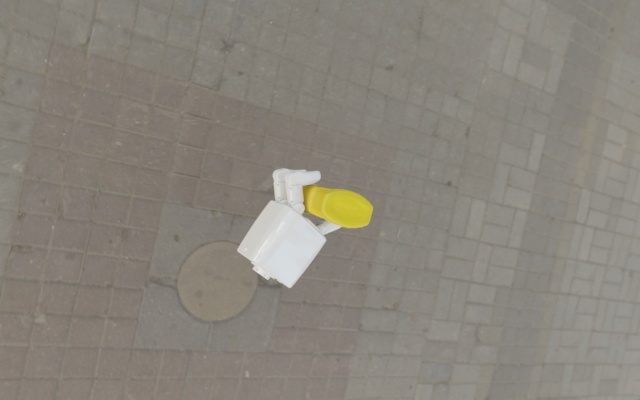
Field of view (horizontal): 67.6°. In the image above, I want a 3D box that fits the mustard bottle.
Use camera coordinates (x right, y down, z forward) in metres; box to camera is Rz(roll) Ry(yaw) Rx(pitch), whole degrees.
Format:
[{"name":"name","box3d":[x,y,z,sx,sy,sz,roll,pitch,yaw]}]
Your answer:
[{"name":"mustard bottle","box3d":[0.000,0.002,0.822,0.096,0.058,0.191,14,1,-29]}]
